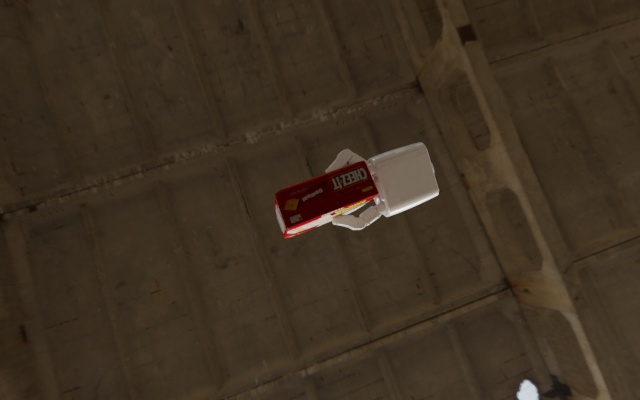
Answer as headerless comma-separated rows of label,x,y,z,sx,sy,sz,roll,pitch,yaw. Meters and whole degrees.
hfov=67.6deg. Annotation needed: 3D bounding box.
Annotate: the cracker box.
cracker box,0.000,0.003,0.878,0.164,0.072,0.214,-21,-6,-8
